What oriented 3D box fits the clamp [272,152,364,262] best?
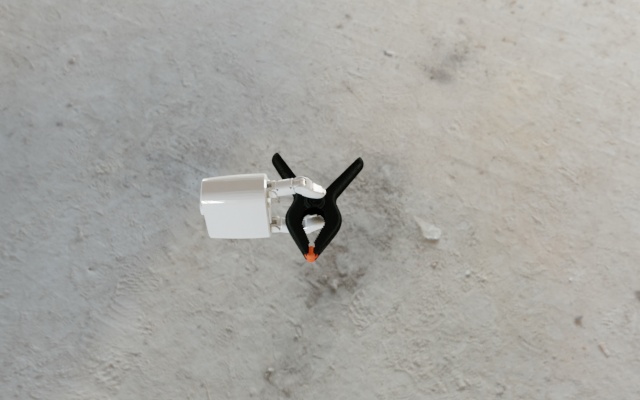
[{"bbox_3d":[0.000,0.003,0.815,0.164,0.209,0.036,-3,-30,-1],"label":"clamp"}]
